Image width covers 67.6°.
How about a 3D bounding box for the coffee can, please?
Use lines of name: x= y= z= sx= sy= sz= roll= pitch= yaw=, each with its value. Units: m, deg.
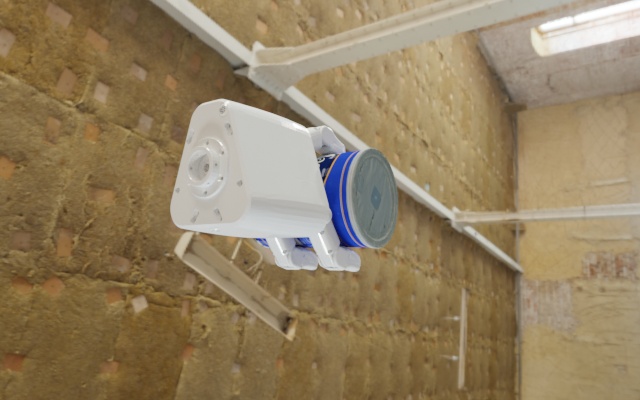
coffee can: x=0.000 y=0.002 z=0.525 sx=0.140 sy=0.103 sz=0.103 roll=-4 pitch=-3 yaw=33
